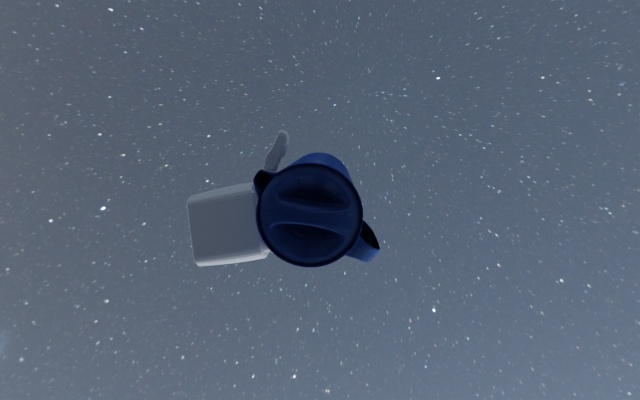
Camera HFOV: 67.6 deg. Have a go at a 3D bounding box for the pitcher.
[{"bbox_3d":[0.000,0.002,0.697,0.145,0.149,0.242,-10,11,5],"label":"pitcher"}]
